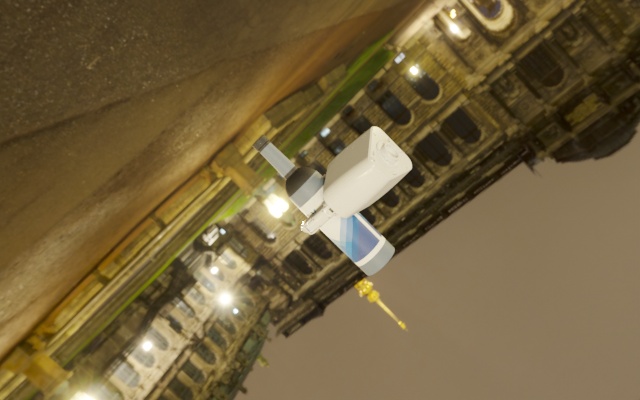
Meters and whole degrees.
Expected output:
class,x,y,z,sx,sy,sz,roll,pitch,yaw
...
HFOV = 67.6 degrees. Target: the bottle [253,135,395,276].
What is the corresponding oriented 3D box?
class,x,y,z,sx,sy,sz,roll,pitch,yaw
bottle,0.000,0.003,0.808,0.296,0.069,0.069,45,-6,-6
